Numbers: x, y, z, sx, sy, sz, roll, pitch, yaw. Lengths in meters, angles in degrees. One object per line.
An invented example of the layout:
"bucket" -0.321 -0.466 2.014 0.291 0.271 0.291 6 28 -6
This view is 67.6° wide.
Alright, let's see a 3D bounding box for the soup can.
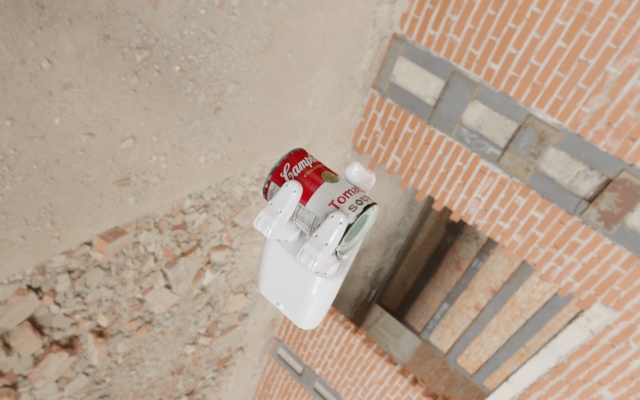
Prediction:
"soup can" 0.000 0.001 0.488 0.102 0.068 0.068 38 14 20
